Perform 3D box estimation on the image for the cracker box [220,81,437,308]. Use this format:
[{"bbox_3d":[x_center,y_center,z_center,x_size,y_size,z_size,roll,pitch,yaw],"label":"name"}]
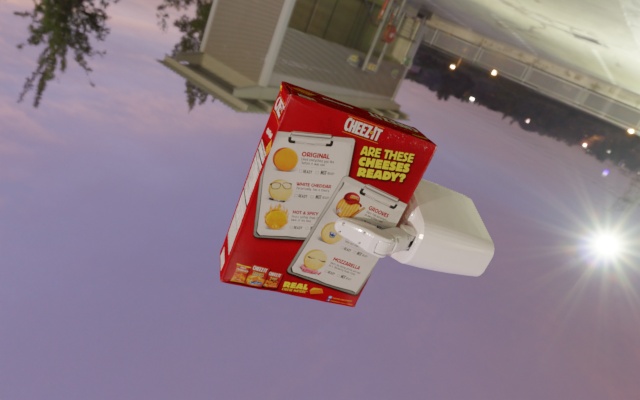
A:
[{"bbox_3d":[0.000,0.002,0.518,0.164,0.214,0.072,15,22,-21],"label":"cracker box"}]
